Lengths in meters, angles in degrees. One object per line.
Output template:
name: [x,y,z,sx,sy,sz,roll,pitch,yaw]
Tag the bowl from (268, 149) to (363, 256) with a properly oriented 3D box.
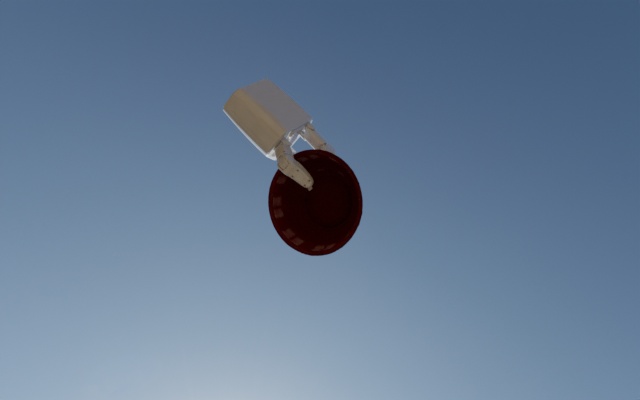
bowl: [0.001,0.004,0.743,0.162,0.162,0.055,0,3,27]
